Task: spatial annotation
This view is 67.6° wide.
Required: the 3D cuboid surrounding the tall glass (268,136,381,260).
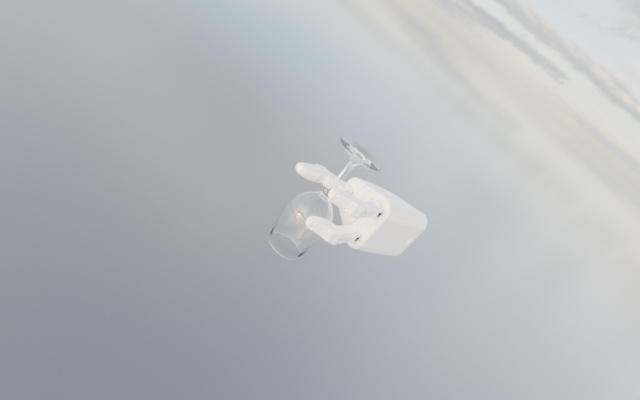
[{"bbox_3d":[0.000,0.002,0.723,0.201,0.079,0.079,-50,-26,24],"label":"tall glass"}]
